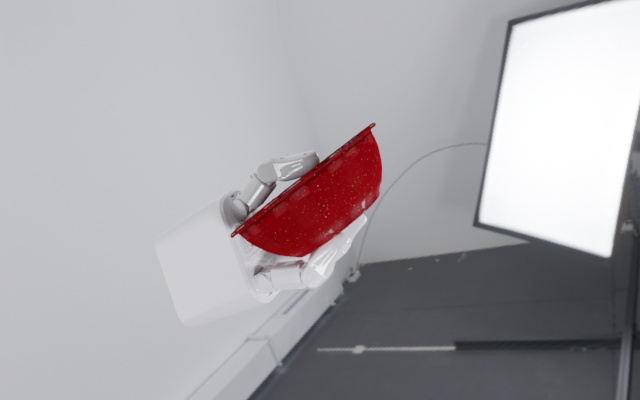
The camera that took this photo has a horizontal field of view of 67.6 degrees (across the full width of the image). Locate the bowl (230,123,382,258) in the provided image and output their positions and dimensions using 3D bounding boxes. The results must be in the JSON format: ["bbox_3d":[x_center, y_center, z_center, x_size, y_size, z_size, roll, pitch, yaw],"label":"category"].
[{"bbox_3d":[0.001,0.001,0.425,0.162,0.055,0.162,-38,2,2],"label":"bowl"}]
